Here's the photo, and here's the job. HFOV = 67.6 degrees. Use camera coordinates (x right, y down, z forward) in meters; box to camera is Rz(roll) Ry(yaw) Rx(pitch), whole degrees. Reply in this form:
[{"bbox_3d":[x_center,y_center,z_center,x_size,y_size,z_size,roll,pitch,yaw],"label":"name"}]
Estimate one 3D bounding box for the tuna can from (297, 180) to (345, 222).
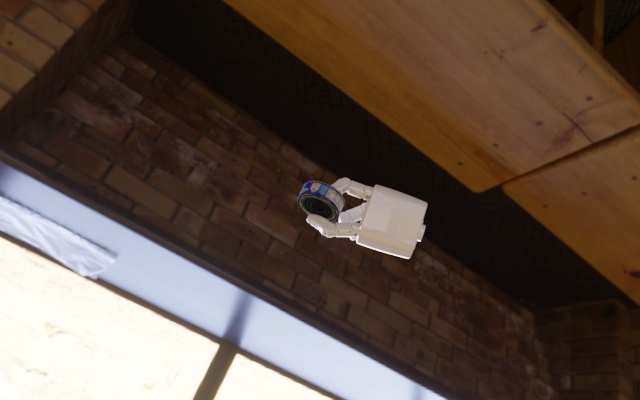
[{"bbox_3d":[0.000,0.003,0.897,0.086,0.033,0.086,19,-32,13],"label":"tuna can"}]
